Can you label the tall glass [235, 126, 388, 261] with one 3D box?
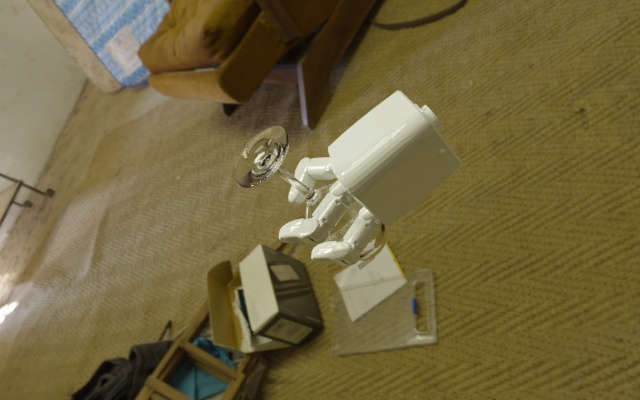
[{"bbox_3d":[0.000,0.002,0.547,0.079,0.079,0.201,0,-29,43],"label":"tall glass"}]
